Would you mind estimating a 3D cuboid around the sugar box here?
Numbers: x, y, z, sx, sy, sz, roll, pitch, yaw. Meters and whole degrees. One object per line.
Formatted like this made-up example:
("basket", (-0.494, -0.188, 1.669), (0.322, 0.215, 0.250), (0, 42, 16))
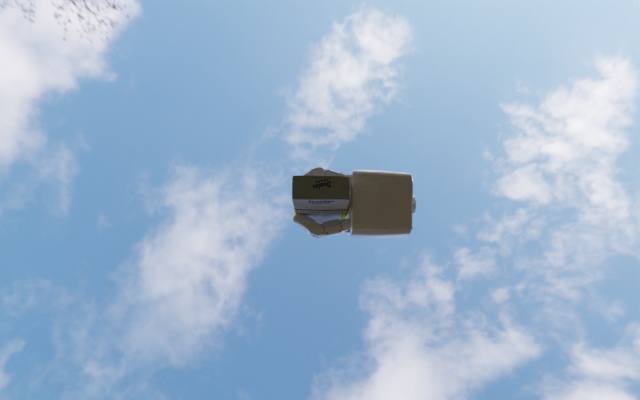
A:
("sugar box", (0.000, 0.002, 0.825), (0.093, 0.048, 0.176), (1, -18, -1))
